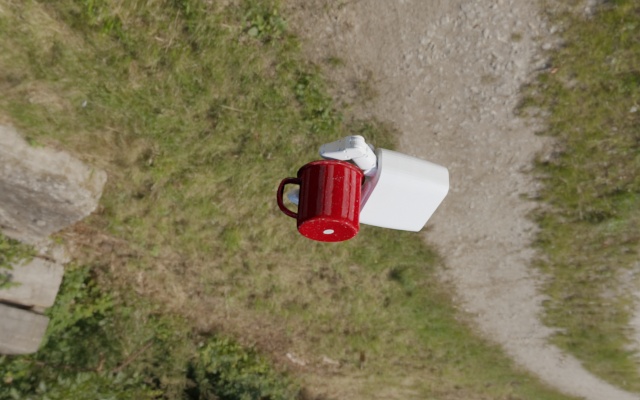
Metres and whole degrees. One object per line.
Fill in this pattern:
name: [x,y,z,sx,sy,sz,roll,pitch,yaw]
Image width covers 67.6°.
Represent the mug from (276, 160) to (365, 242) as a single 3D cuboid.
mug: [-0.001,0.002,0.626,0.117,0.081,0.093,11,-27,-13]
